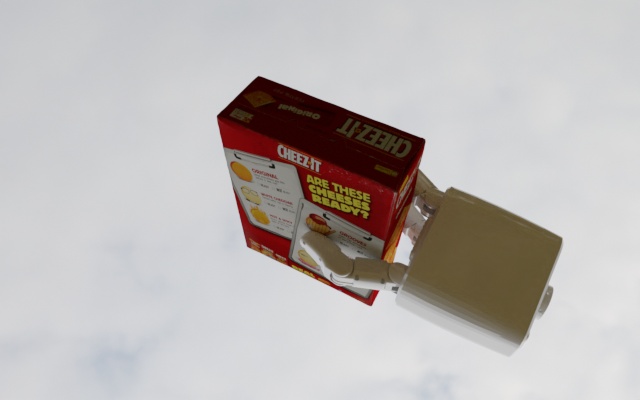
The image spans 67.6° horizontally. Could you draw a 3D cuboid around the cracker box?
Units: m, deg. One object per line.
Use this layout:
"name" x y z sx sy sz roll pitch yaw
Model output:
"cracker box" 0.000 0.002 0.469 0.164 0.072 0.214 24 -33 16
